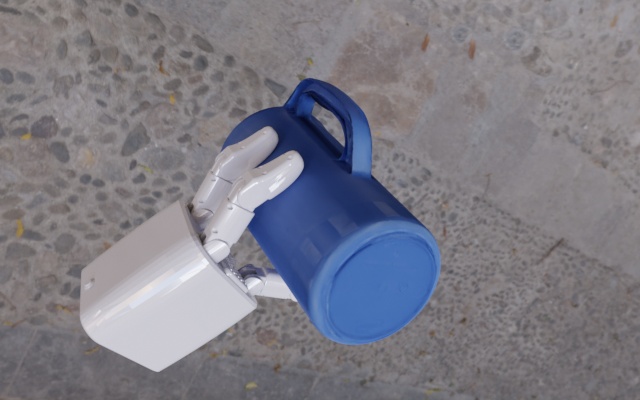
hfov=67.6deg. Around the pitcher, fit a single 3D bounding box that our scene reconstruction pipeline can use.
[{"bbox_3d":[0.000,0.002,0.429,0.145,0.149,0.242,-32,35,-7],"label":"pitcher"}]
